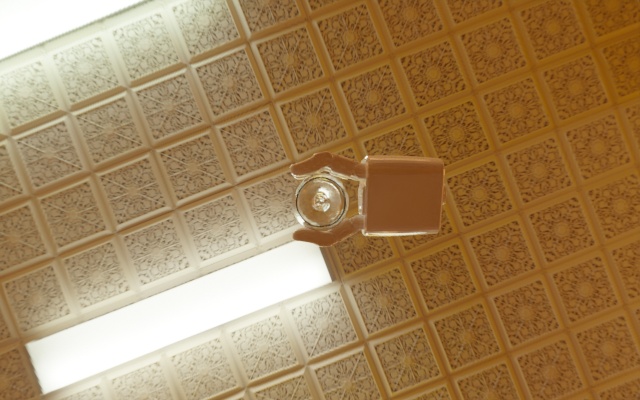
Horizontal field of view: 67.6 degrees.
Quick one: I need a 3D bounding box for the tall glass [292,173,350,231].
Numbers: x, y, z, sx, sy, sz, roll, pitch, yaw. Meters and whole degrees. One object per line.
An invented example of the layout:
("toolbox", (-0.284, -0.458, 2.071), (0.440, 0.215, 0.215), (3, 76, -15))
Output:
("tall glass", (0.000, 0.002, 0.681), (0.079, 0.079, 0.201), (0, 0, 0))
